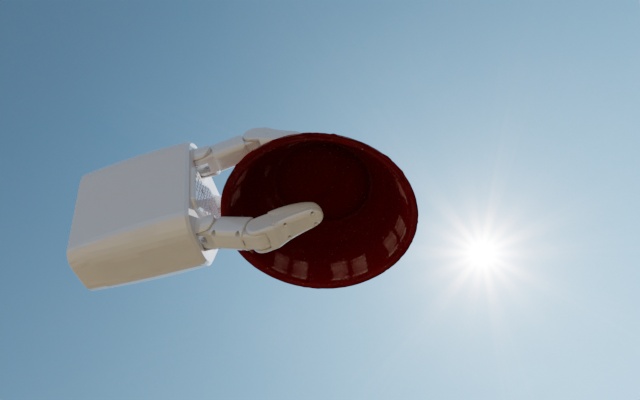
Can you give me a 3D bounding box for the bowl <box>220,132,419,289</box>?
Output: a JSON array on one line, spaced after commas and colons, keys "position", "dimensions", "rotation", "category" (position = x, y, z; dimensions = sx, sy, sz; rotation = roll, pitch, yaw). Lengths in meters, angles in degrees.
[{"position": [0.001, 0.001, 0.411], "dimensions": [0.162, 0.162, 0.055], "rotation": [0, 37, 5], "category": "bowl"}]
